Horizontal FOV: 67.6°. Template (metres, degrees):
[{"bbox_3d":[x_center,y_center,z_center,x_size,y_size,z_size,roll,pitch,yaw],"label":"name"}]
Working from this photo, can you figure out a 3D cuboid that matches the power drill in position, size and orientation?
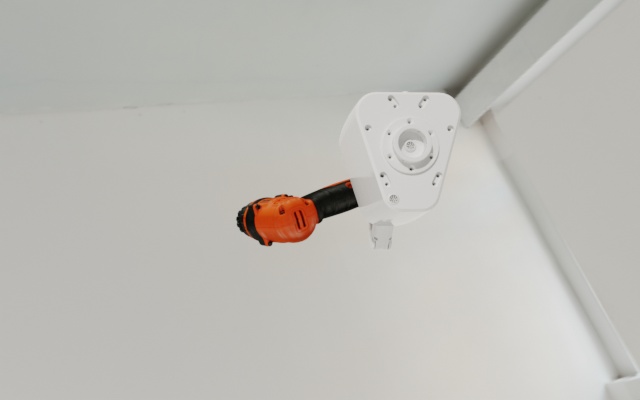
[{"bbox_3d":[0.001,0.002,0.572,0.187,0.057,0.184,-22,9,-23],"label":"power drill"}]
